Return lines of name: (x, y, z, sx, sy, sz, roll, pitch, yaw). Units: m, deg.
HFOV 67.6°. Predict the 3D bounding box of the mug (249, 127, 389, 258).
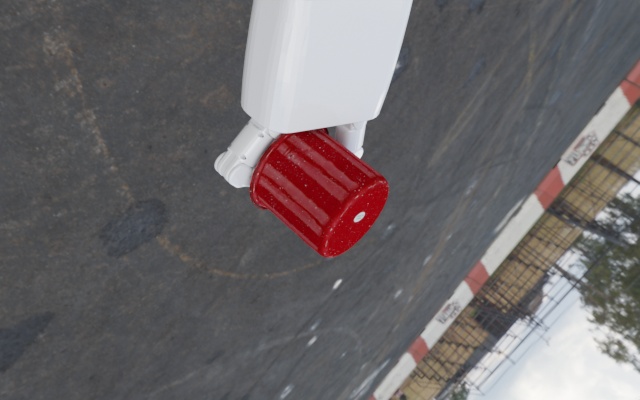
mug: (0.000, 0.002, 0.408, 0.081, 0.117, 0.093, 40, 50, 24)
